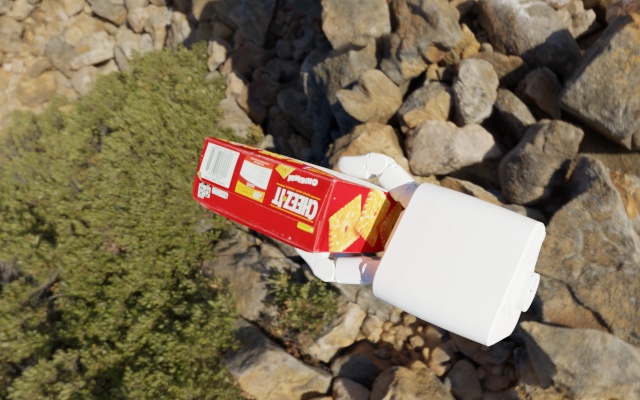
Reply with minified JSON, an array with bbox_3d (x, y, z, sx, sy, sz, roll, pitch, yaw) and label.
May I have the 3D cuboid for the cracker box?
[{"bbox_3d":[0.000,0.001,0.506,0.164,0.072,0.214,20,5,34],"label":"cracker box"}]
